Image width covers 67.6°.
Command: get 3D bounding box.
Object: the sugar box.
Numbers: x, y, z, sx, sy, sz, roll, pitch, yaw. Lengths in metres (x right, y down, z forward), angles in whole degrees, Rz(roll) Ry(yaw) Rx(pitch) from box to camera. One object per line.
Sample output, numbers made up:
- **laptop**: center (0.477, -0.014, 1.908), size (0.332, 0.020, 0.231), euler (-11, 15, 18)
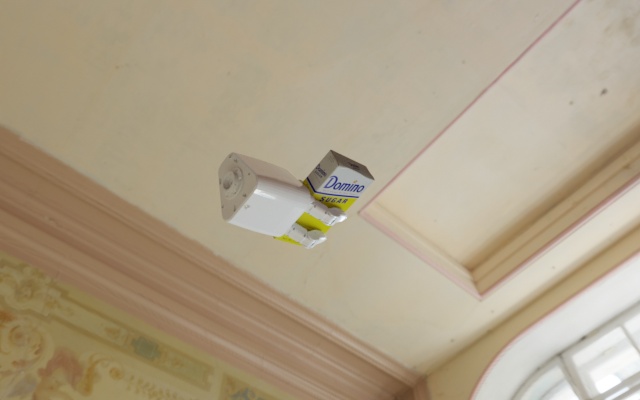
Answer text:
- **sugar box**: center (0.000, 0.003, 0.808), size (0.093, 0.048, 0.176), euler (19, -56, -43)
